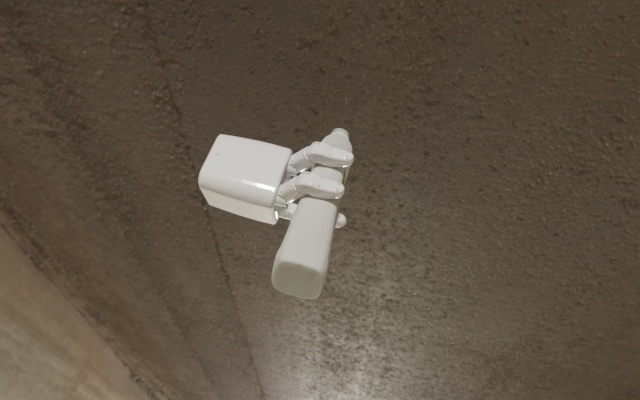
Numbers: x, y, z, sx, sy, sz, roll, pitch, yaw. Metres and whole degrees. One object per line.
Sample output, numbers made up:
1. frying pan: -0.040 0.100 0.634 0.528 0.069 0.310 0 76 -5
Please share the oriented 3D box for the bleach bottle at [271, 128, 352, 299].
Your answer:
1. bleach bottle: 0.000 0.002 0.665 0.068 0.250 0.103 16 -35 1
